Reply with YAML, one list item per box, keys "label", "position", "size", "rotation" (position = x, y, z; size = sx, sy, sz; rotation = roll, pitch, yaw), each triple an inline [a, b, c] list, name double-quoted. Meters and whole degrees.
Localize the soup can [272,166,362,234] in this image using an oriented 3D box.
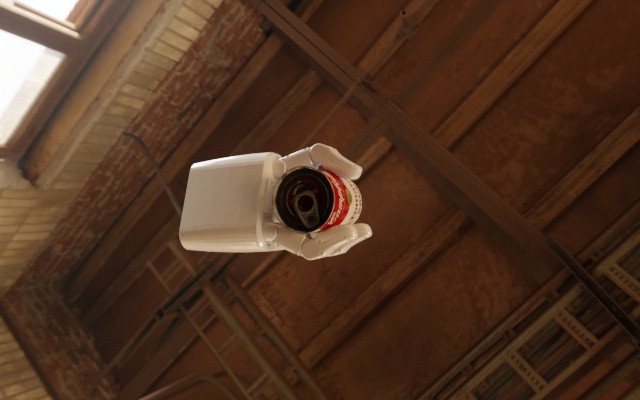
- label: "soup can"
  position: [0.001, 0.002, 0.519]
  size: [0.068, 0.068, 0.102]
  rotation: [0, -3, 21]
